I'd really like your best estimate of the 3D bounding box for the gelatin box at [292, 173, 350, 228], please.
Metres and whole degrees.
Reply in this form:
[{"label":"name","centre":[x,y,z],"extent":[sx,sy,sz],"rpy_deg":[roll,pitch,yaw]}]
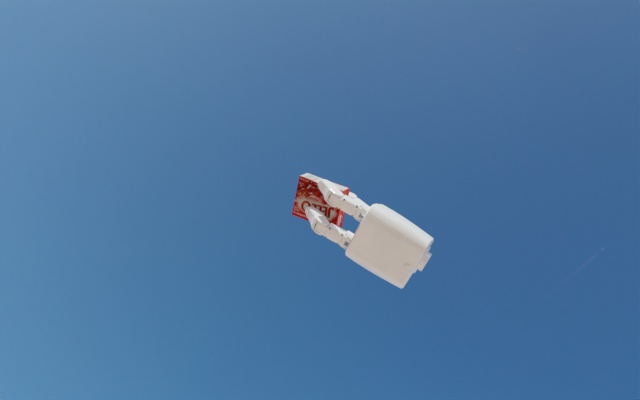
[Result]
[{"label":"gelatin box","centre":[0.000,0.002,0.809],"extent":[0.089,0.073,0.030],"rpy_deg":[21,22,24]}]
